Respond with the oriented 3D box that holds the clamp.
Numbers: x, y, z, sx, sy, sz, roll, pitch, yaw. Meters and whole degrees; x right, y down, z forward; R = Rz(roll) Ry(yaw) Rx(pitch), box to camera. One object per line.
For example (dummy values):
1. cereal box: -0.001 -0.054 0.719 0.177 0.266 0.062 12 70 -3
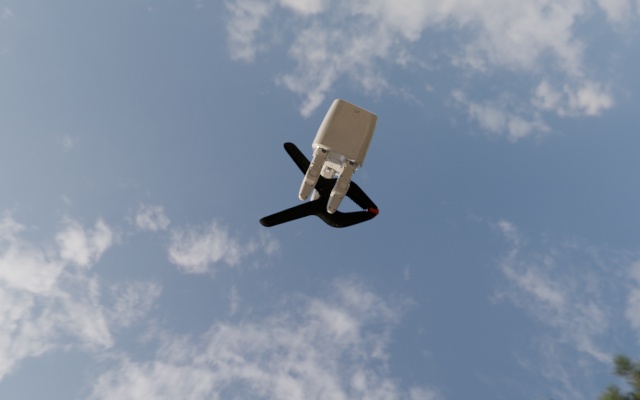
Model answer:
1. clamp: 0.001 0.003 0.868 0.210 0.164 0.036 24 -17 -3
